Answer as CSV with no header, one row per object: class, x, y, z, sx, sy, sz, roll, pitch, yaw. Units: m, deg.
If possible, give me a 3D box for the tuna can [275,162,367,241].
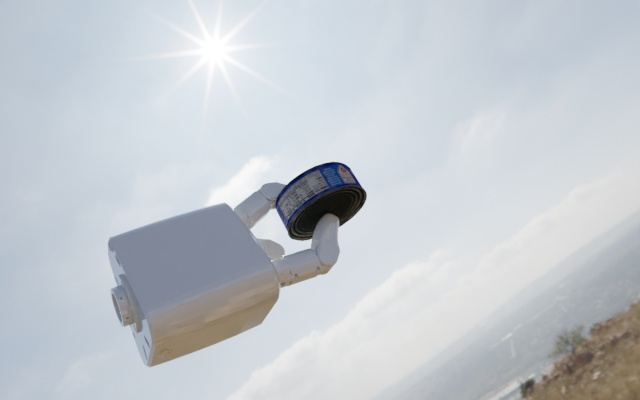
tuna can,0.000,0.001,0.466,0.086,0.033,0.086,-24,-26,-12
